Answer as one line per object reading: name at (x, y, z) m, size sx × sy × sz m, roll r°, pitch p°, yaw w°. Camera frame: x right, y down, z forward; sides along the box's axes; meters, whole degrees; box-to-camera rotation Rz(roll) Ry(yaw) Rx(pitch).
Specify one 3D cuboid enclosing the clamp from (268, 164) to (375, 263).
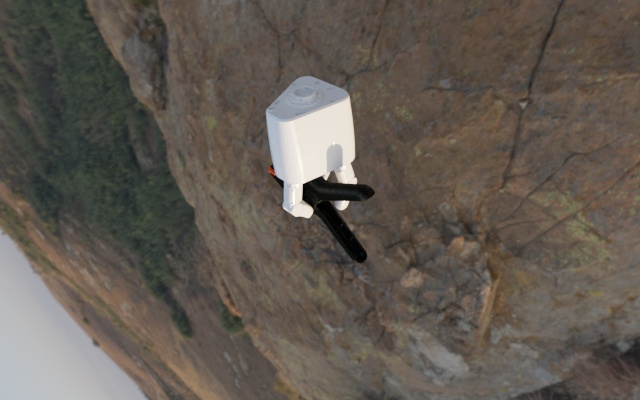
clamp at (-0.001, 0.002, 0.743) m, size 0.210 × 0.165 × 0.036 m, roll 31°, pitch 54°, yaw 33°
